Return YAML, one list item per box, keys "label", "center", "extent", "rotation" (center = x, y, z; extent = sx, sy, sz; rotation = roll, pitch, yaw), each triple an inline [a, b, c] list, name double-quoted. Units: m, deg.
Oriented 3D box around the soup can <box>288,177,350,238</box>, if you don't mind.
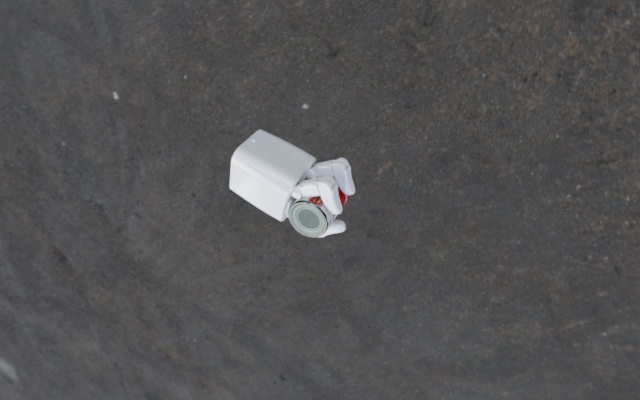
- label: "soup can"
  center: [0.000, 0.003, 0.755]
  extent: [0.068, 0.068, 0.102]
  rotation: [0, 32, 28]
